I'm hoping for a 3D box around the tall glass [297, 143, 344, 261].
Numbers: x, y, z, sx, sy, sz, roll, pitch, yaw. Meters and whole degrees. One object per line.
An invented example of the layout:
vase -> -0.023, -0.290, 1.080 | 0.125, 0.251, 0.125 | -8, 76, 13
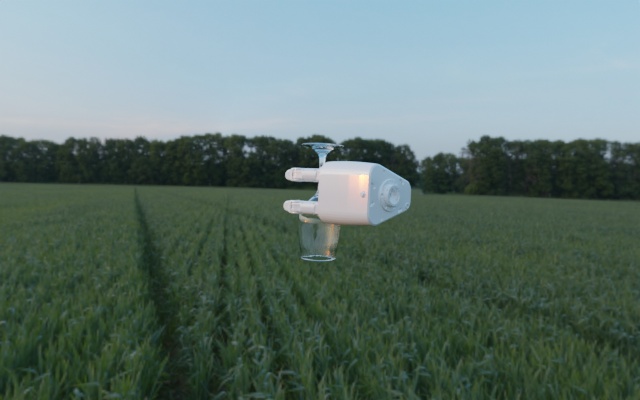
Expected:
tall glass -> 0.000, 0.002, 0.839 | 0.079, 0.201, 0.079 | 3, 1, 0
